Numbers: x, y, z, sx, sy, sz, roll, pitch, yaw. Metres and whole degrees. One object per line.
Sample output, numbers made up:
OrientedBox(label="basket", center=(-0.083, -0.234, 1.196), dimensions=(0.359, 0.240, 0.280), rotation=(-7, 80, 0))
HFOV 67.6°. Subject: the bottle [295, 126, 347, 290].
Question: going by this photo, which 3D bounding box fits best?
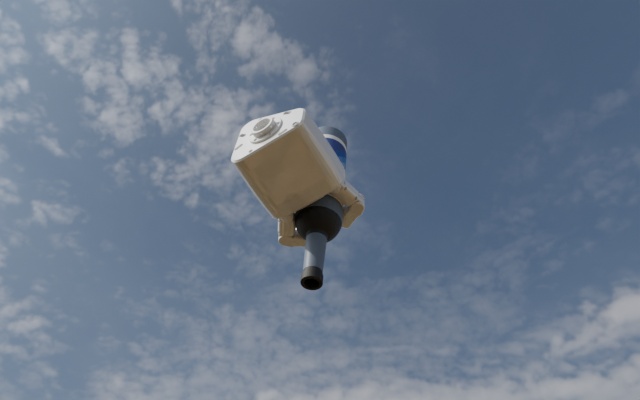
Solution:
OrientedBox(label="bottle", center=(0.000, 0.002, 0.684), dimensions=(0.069, 0.069, 0.295), rotation=(0, 42, 6))
